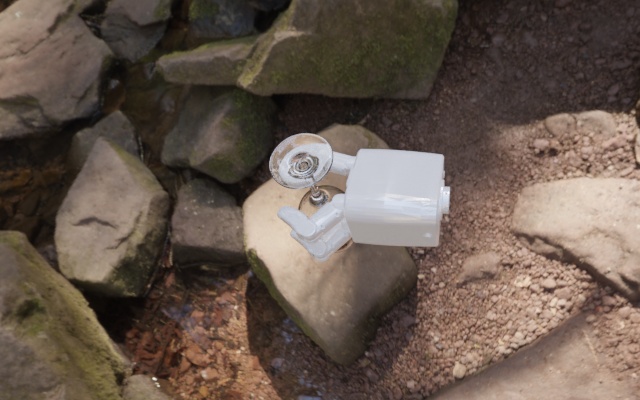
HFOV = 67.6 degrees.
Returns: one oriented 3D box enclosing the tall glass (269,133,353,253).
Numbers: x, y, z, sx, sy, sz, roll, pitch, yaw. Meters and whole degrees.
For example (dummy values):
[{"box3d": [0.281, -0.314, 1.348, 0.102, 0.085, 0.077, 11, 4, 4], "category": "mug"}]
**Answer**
[{"box3d": [0.000, 0.002, 0.619, 0.079, 0.079, 0.201, 0, -28, 14], "category": "tall glass"}]
